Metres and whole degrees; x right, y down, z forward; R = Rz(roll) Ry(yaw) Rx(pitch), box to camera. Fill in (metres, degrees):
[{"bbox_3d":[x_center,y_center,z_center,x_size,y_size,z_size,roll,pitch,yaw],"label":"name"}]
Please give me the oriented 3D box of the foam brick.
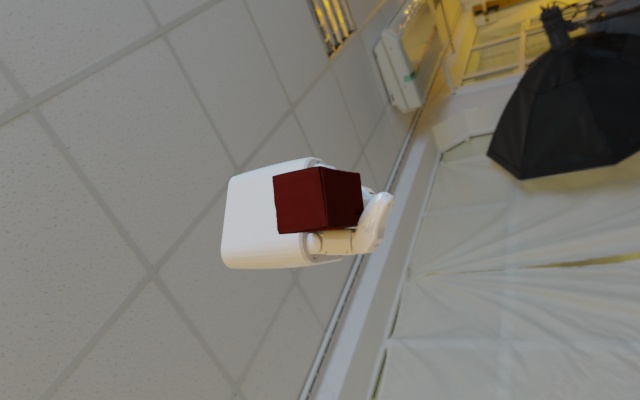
[{"bbox_3d":[0.000,0.001,0.430,0.051,0.053,0.078,-9,-6,29],"label":"foam brick"}]
